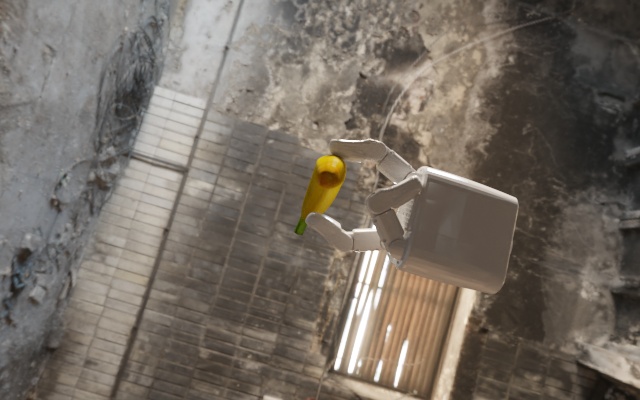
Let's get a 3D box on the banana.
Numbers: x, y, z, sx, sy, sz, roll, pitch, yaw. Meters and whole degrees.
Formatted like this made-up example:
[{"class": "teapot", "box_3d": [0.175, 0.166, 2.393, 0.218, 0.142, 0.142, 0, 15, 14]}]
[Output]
[{"class": "banana", "box_3d": [0.004, -0.014, 0.552, 0.037, 0.069, 0.198, 17, -22, -3]}]
